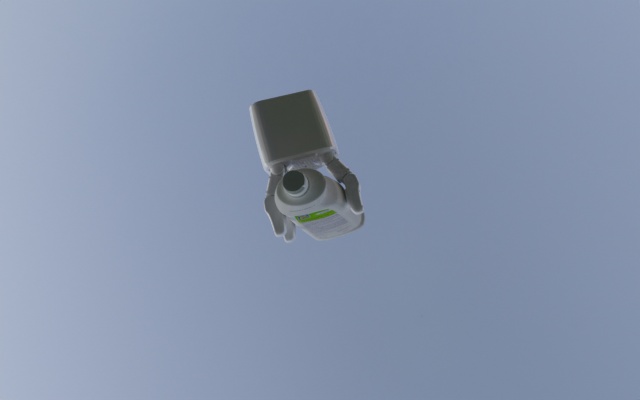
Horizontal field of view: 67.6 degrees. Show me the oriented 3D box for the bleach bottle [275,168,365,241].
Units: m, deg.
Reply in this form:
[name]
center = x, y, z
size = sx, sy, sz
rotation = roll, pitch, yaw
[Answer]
[bleach bottle]
center = 0.000, 0.002, 0.702
size = 0.102, 0.068, 0.251
rotation = -20, -17, 7
